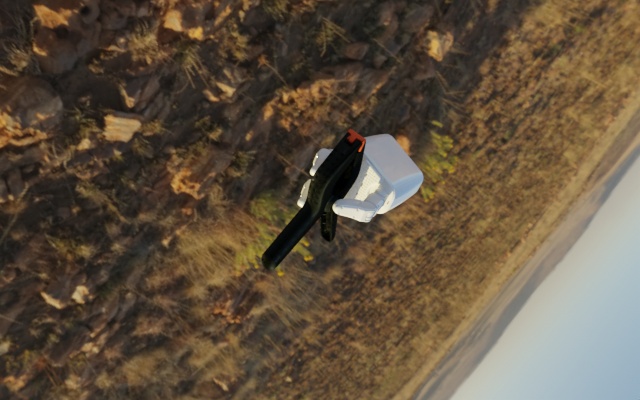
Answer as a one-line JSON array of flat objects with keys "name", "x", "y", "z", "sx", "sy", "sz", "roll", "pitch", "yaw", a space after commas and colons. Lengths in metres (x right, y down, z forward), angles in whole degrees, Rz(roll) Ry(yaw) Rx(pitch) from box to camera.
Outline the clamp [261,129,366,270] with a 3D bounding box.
[{"name": "clamp", "x": 0.001, "y": 0.002, "z": 0.650, "sx": 0.036, "sy": 0.210, "sz": 0.164, "roll": 37, "pitch": 35, "yaw": 20}]
